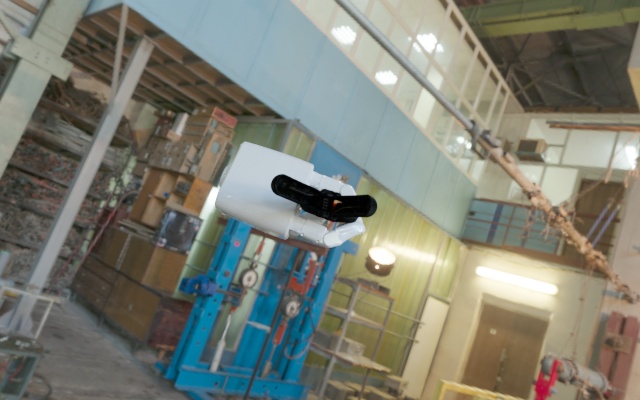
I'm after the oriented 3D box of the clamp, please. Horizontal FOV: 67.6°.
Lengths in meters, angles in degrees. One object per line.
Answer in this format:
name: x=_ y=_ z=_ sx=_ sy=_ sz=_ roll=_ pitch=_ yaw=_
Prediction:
clamp: x=0.000 y=0.001 z=0.594 sx=0.120 sy=0.039 sz=0.171 roll=21 pitch=-9 yaw=0
